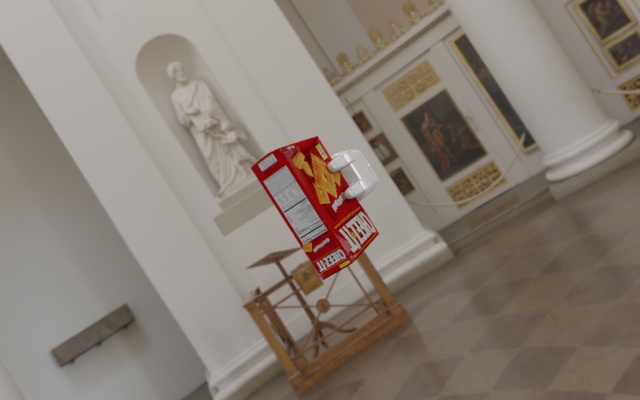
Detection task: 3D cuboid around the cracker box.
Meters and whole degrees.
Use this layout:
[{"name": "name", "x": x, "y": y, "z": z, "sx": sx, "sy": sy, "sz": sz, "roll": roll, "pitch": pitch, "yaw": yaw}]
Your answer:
[{"name": "cracker box", "x": 0.000, "y": 0.003, "z": 0.803, "sx": 0.072, "sy": 0.213, "sz": 0.164, "roll": -33, "pitch": -1, "yaw": 25}]
